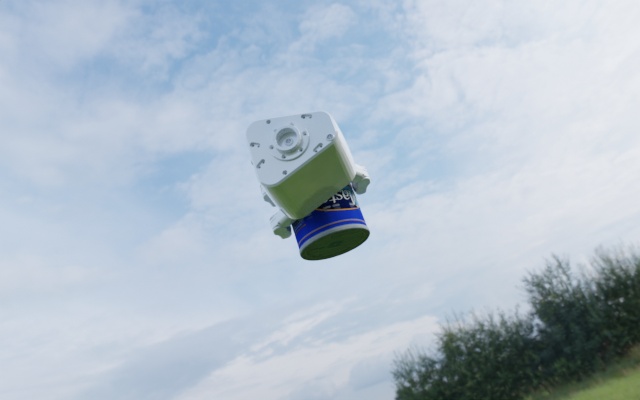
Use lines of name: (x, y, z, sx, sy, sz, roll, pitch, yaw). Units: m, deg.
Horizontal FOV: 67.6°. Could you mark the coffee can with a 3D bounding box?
coffee can: (0.000, 0.002, 0.690, 0.103, 0.140, 0.103, -16, -24, -7)
